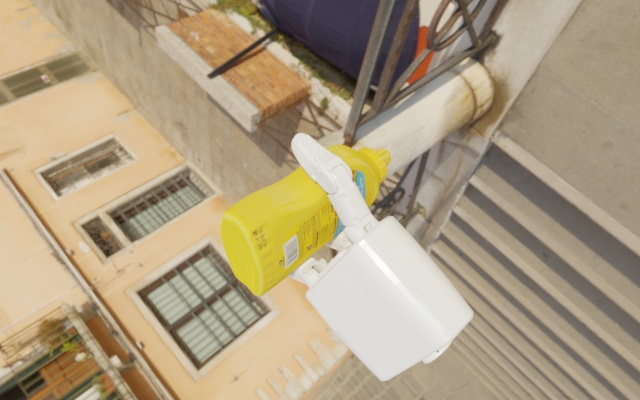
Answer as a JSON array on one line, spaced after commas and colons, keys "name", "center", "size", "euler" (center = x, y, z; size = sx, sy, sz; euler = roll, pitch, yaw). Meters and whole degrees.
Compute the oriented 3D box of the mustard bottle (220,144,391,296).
[{"name": "mustard bottle", "center": [0.000, 0.001, 0.447], "size": [0.191, 0.096, 0.058], "euler": [-35, 53, -29]}]
